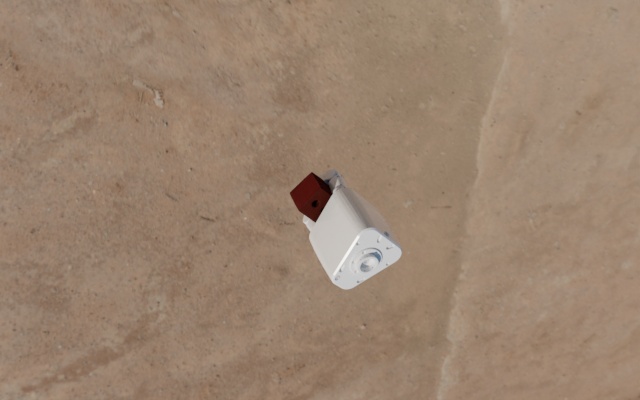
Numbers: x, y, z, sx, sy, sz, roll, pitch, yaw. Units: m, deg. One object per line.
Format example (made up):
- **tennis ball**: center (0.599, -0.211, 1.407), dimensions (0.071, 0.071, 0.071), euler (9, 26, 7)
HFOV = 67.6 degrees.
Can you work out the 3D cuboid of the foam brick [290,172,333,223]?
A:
- **foam brick**: center (0.000, 0.002, 0.767), dimensions (0.078, 0.053, 0.051), euler (36, 16, -35)
